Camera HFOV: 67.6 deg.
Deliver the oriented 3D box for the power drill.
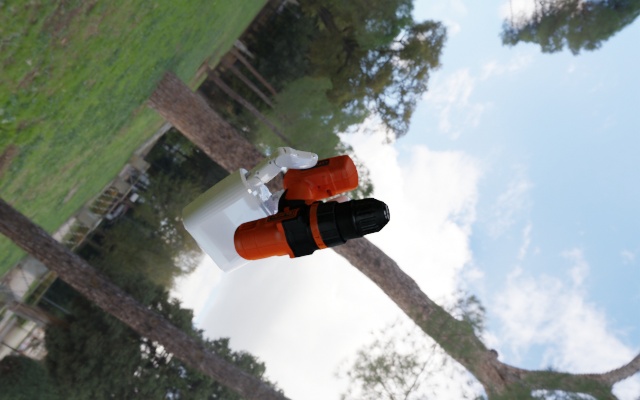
[{"bbox_3d":[0.000,0.002,0.596,0.184,0.057,0.187,-11,21,16],"label":"power drill"}]
